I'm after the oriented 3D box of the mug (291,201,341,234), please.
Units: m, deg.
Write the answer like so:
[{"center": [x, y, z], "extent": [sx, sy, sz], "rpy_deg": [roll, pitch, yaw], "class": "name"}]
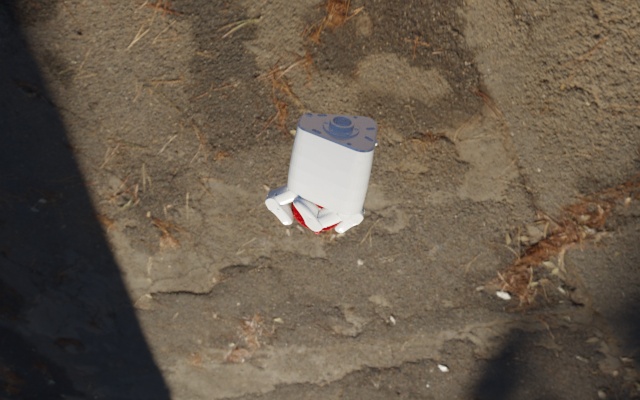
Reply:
[{"center": [0.000, 0.004, 0.755], "extent": [0.093, 0.117, 0.081], "rpy_deg": [11, 39, 4], "class": "mug"}]
